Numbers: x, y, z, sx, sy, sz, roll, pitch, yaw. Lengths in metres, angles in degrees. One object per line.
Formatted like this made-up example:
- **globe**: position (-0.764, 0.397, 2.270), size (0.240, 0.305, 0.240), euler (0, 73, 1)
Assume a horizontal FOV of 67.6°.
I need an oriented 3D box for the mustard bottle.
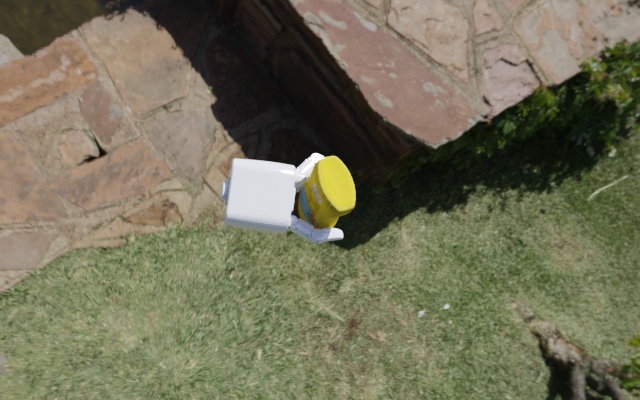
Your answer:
- **mustard bottle**: position (0.001, 0.003, 0.838), size (0.058, 0.096, 0.192), euler (-16, -14, -22)
